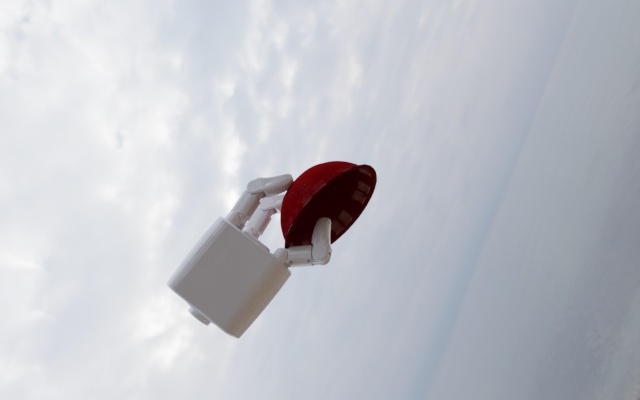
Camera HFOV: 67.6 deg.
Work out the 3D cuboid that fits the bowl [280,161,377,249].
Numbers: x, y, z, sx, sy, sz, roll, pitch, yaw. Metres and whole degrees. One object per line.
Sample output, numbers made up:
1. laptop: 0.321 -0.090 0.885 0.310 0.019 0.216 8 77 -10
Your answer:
1. bowl: 0.001 0.001 0.640 0.055 0.162 0.162 44 23 25
